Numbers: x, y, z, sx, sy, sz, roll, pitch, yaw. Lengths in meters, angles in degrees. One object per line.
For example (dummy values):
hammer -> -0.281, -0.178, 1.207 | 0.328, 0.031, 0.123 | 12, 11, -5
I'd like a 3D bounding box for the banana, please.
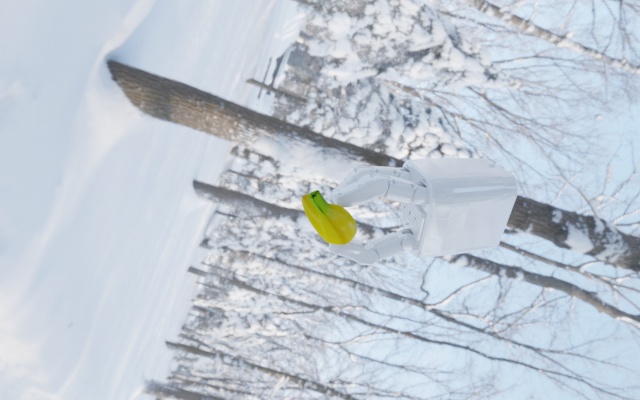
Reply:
banana -> 0.009, 0.018, 0.548 | 0.037, 0.069, 0.198 | -28, 1, -6
